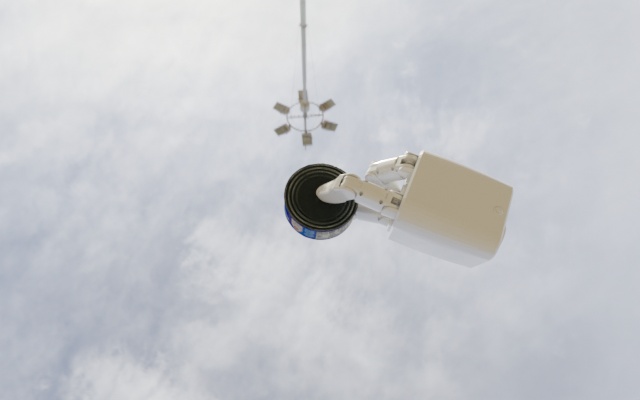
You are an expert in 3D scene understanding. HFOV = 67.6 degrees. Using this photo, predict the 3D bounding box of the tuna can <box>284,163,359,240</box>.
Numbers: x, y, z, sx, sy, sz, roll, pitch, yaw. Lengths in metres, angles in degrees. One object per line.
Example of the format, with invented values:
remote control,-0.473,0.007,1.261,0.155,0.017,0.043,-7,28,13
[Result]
tuna can,0.000,0.002,0.556,0.086,0.086,0.034,0,-26,-5
